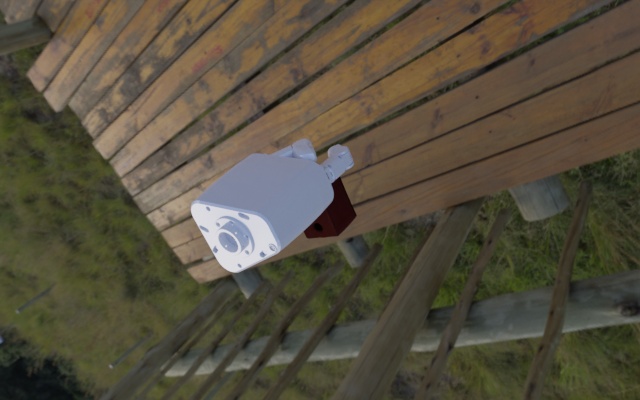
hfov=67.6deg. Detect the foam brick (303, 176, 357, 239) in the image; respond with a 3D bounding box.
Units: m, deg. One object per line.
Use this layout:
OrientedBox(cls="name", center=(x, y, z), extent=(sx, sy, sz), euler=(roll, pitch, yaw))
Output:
OrientedBox(cls="foam brick", center=(0.000, 0.002, 0.594), extent=(0.053, 0.078, 0.051), euler=(-8, 26, 37))
